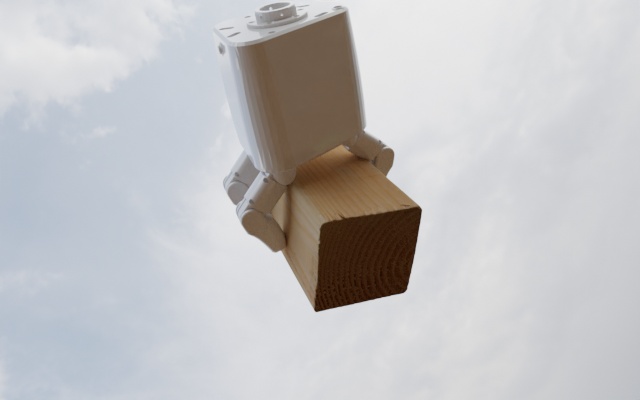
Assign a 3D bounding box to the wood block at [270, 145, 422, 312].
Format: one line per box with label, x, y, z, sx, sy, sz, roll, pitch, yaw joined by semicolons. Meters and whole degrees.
wood block;0.000;0.001;0.465;0.091;0.090;0.206;-8;31;-20
